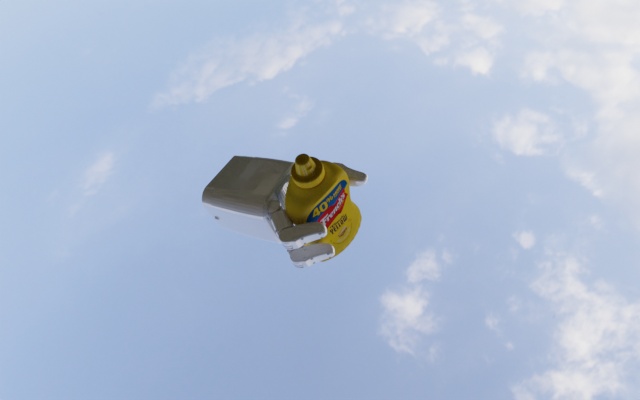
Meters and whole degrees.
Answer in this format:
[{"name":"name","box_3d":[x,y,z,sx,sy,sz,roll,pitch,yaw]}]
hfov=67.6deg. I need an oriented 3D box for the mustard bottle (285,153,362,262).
[{"name":"mustard bottle","box_3d":[0.000,0.002,0.638,0.058,0.096,0.192,36,-17,32]}]
